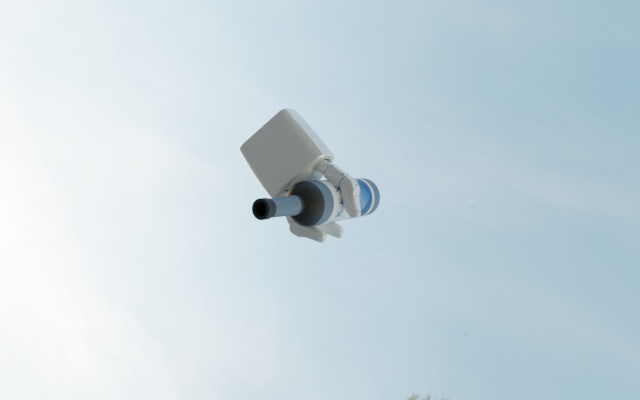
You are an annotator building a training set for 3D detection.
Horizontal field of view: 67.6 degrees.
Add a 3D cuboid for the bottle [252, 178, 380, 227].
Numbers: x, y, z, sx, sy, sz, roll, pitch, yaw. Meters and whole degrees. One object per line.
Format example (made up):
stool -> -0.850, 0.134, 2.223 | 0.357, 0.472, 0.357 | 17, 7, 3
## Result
bottle -> 0.000, 0.002, 0.716 | 0.069, 0.069, 0.295 | 0, 3, 31
